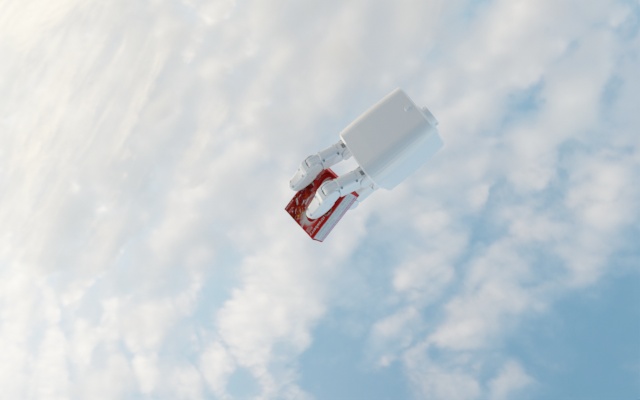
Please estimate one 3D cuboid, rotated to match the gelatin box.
[{"bbox_3d":[0.000,0.003,0.679,0.073,0.089,0.030,44,12,35],"label":"gelatin box"}]
